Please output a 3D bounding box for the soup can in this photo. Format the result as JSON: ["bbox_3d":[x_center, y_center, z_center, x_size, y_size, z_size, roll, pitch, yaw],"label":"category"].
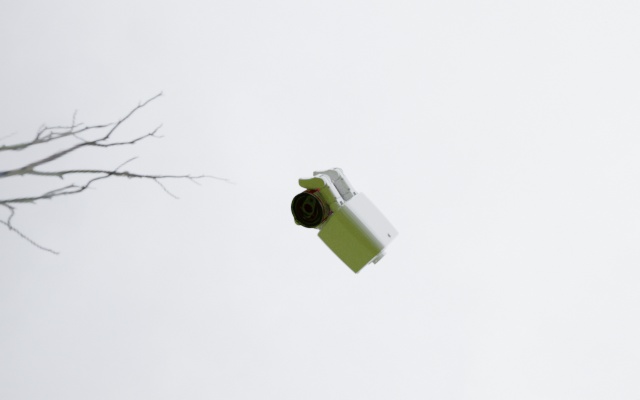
[{"bbox_3d":[0.000,0.003,0.884,0.068,0.068,0.102,0,18,31],"label":"soup can"}]
